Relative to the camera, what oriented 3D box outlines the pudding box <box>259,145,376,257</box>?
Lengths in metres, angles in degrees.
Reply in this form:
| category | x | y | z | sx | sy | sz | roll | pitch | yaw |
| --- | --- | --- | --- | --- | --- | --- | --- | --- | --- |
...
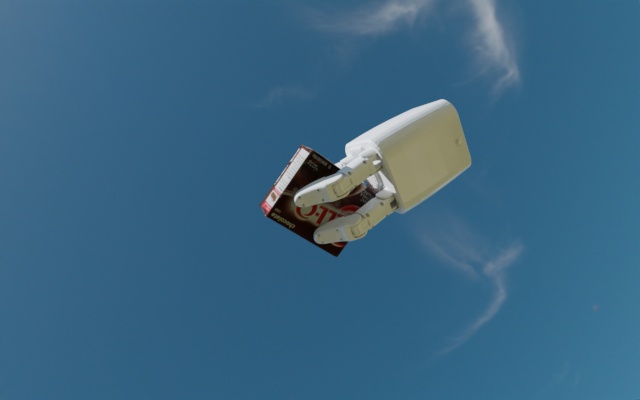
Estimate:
| category | x | y | z | sx | sy | sz | roll | pitch | yaw |
| --- | --- | --- | --- | --- | --- | --- | --- | --- | --- |
| pudding box | 0.000 | 0.002 | 0.554 | 0.113 | 0.090 | 0.039 | 33 | 4 | -28 |
